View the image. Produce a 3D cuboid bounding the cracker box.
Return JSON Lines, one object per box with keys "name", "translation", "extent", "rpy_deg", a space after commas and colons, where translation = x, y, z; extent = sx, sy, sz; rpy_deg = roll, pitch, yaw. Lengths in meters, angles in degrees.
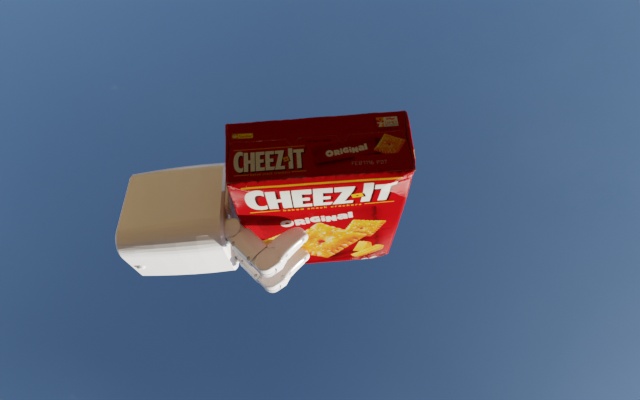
{"name": "cracker box", "translation": [0.000, 0.002, 0.502], "extent": [0.164, 0.072, 0.214], "rpy_deg": [-5, -26, -2]}
